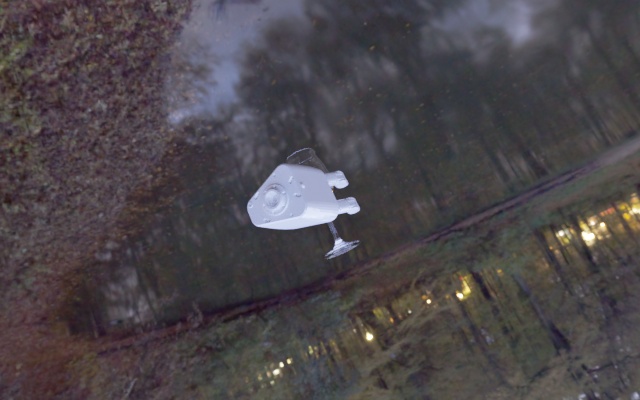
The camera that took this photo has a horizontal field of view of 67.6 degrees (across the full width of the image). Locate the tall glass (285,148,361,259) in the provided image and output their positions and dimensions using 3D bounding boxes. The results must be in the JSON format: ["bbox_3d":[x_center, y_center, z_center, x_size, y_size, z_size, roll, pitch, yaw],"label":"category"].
[{"bbox_3d":[0.000,0.004,0.893,0.079,0.201,0.079,-23,-15,-7],"label":"tall glass"}]
